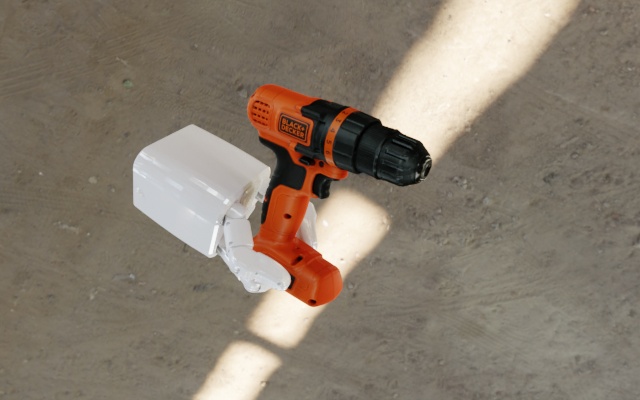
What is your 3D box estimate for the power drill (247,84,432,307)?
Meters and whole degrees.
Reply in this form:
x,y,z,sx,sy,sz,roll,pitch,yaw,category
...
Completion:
x,y,z,sx,sy,sz,roll,pitch,yaw,category
0.000,0.002,0.444,0.184,0.188,0.057,27,28,31,power drill
